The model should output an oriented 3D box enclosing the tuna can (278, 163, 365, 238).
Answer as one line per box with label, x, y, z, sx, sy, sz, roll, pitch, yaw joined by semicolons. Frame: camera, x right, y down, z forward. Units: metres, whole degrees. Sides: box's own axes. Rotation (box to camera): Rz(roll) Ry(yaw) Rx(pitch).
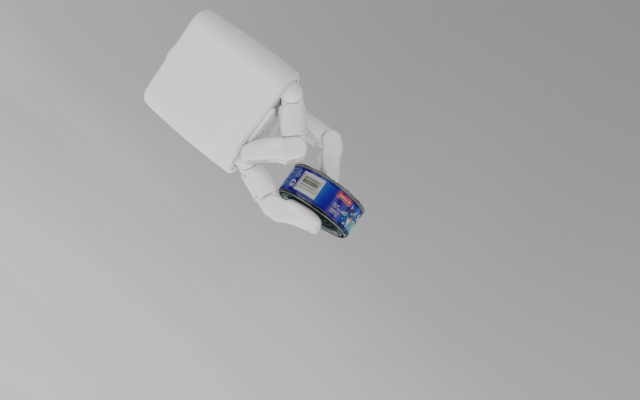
tuna can;0.000;0.002;0.485;0.086;0.033;0.086;34;-11;8
